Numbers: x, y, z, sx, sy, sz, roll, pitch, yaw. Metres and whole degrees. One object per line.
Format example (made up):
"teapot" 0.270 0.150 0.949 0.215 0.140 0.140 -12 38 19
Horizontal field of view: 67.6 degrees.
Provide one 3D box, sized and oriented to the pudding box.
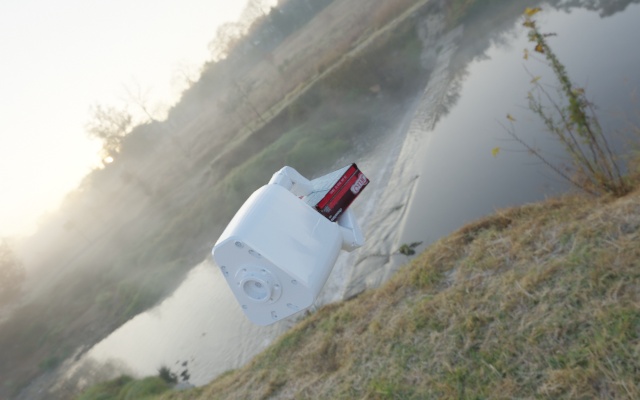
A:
"pudding box" 0.000 0.002 0.627 0.090 0.039 0.113 -47 17 -30
